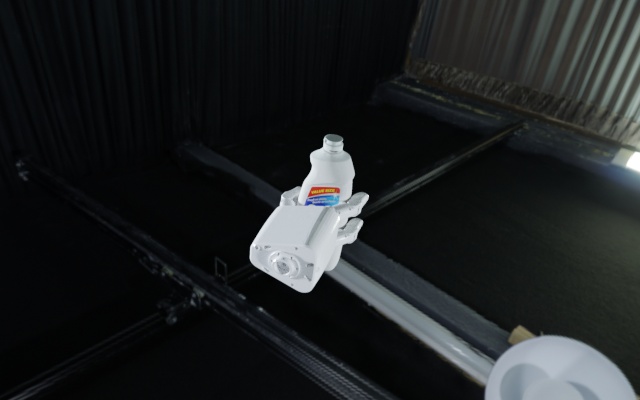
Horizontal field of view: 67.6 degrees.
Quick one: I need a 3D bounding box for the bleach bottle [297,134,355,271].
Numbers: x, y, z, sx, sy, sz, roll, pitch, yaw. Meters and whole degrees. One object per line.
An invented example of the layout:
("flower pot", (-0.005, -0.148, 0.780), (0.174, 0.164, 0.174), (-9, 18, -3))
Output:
("bleach bottle", (0.000, 0.003, 0.829), (0.102, 0.251, 0.068), (15, 34, 12))
